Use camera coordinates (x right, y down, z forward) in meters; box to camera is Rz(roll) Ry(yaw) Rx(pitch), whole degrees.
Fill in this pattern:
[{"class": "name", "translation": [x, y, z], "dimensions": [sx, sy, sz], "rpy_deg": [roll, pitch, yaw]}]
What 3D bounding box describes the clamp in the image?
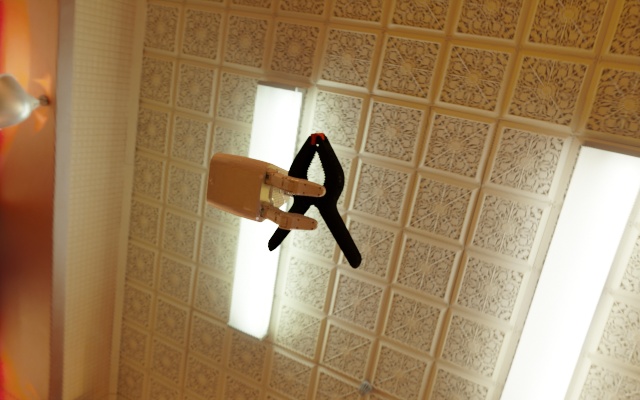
[{"class": "clamp", "translation": [0.000, 0.002, 0.743], "dimensions": [0.164, 0.210, 0.036], "rpy_deg": [15, 15, 22]}]
